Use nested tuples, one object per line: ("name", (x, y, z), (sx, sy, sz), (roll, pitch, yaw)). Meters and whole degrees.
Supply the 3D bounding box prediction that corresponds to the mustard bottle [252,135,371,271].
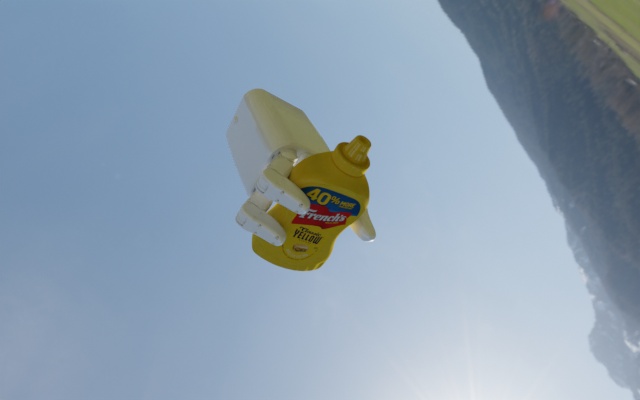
("mustard bottle", (0.000, 0.002, 0.540), (0.096, 0.058, 0.192), (20, -51, -20))
